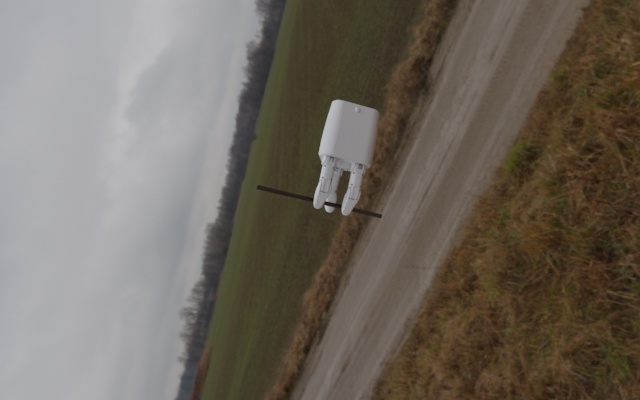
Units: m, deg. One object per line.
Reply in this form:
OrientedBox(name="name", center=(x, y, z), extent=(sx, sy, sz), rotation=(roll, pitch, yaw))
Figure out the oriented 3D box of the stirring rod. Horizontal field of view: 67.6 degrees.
OrientedBox(name="stirring rod", center=(0.000, 0.003, 0.888), extent=(0.239, 0.011, 0.011), rotation=(13, -2, -10))
